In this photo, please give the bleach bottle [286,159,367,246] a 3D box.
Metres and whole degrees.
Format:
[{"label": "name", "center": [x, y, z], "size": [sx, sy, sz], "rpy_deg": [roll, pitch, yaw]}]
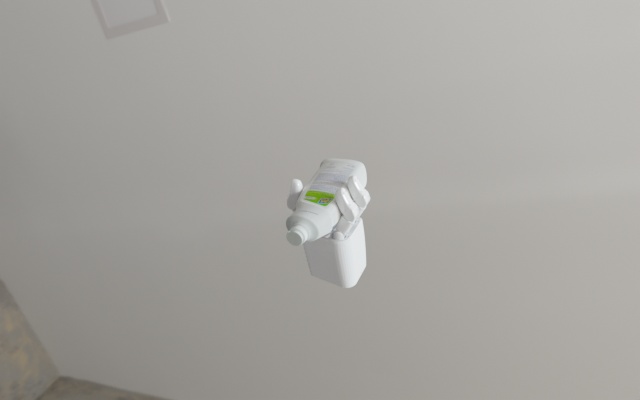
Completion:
[{"label": "bleach bottle", "center": [0.000, 0.003, 0.868], "size": [0.102, 0.068, 0.250], "rpy_deg": [5, 30, 24]}]
